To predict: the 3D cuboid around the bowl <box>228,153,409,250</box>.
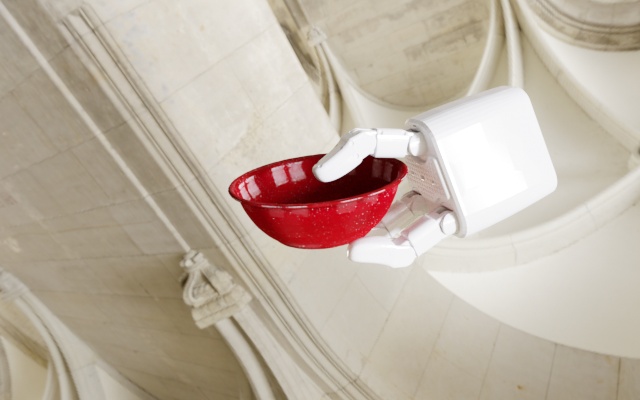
[{"bbox_3d":[-0.001,0.002,0.438,0.162,0.055,0.162,-6,19,2],"label":"bowl"}]
